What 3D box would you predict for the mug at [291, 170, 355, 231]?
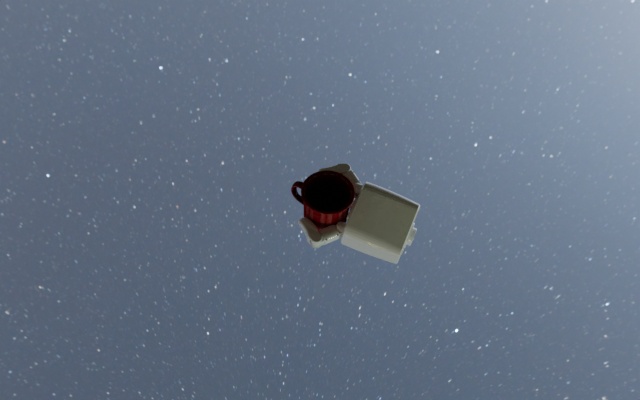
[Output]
[{"bbox_3d":[-0.001,0.002,0.854,0.117,0.093,0.082,22,-32,12],"label":"mug"}]
